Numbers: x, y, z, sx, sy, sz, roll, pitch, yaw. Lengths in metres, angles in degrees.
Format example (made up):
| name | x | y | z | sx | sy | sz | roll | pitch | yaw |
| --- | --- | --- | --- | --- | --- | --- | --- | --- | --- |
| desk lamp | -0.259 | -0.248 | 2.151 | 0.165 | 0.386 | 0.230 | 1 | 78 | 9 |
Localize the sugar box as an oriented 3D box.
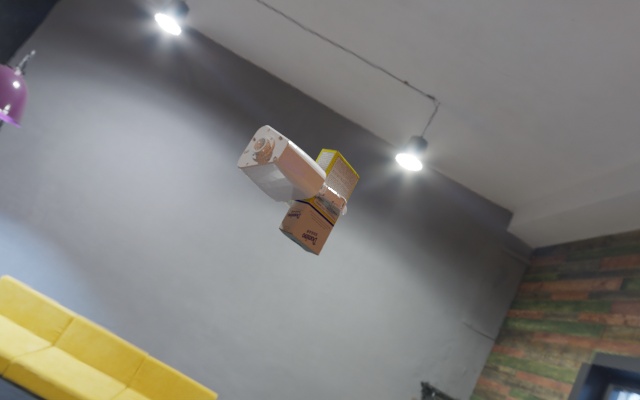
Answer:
| name | x | y | z | sx | sy | sz | roll | pitch | yaw |
| --- | --- | --- | --- | --- | --- | --- | --- | --- | --- |
| sugar box | 0.000 | 0.003 | 0.886 | 0.048 | 0.176 | 0.093 | 17 | -19 | 43 |
